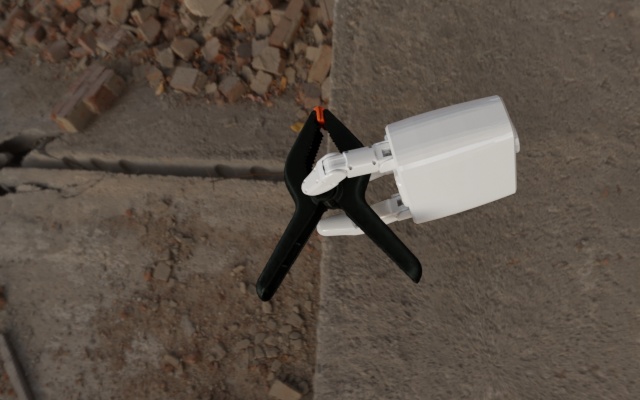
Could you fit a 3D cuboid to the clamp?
[{"bbox_3d":[0.000,0.001,0.496,0.164,0.210,0.036,-15,-22,9],"label":"clamp"}]
